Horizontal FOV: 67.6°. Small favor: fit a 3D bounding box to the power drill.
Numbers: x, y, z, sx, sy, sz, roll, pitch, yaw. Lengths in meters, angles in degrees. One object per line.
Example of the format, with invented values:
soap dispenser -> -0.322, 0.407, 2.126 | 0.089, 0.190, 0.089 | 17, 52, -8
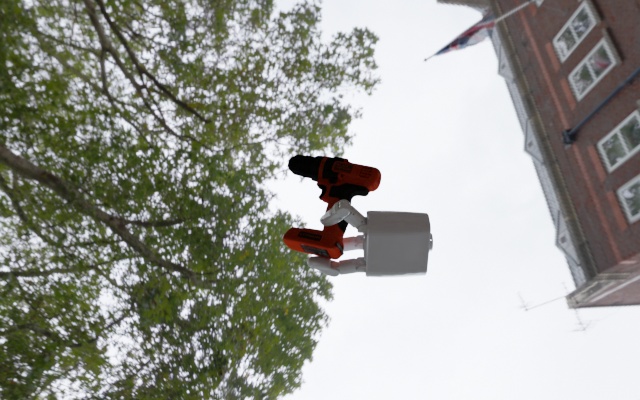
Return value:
power drill -> 0.000, 0.003, 0.862 | 0.184, 0.187, 0.057 | 11, -24, 22
